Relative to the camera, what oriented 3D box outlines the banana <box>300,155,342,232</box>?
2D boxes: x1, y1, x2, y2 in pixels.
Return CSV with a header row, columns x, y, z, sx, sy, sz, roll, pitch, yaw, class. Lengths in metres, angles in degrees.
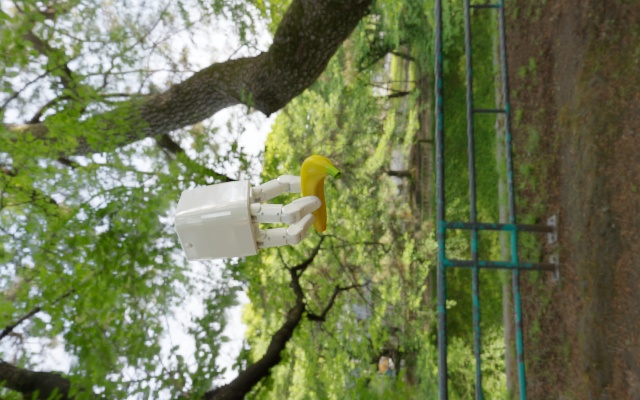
x,y,z,sx,sy,sz,roll,pitch,yaw,class
-0.006,-0.015,0.712,0.037,0.069,0.198,-18,-22,-12,banana
